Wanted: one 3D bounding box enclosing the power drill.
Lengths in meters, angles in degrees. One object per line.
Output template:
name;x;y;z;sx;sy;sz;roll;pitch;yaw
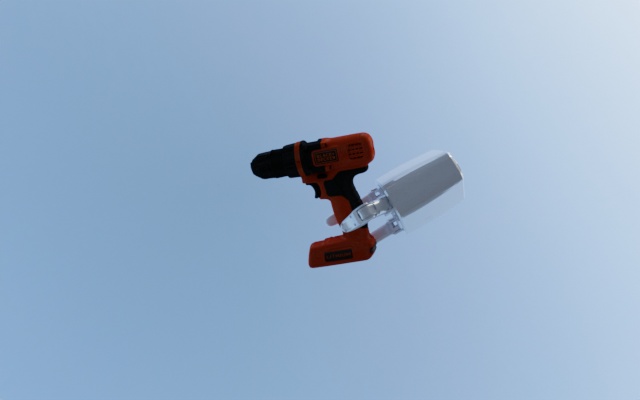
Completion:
power drill;0.000;0.003;0.704;0.184;0.188;0.057;-9;14;14
